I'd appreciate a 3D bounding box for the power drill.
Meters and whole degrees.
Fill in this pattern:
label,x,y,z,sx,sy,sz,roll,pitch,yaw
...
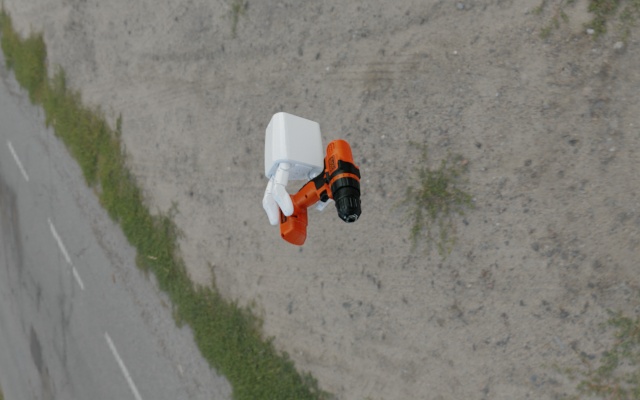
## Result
label,x,y,z,sx,sy,sz,roll,pitch,yaw
power drill,0.000,0.003,0.868,0.057,0.184,0.188,27,-52,-30
